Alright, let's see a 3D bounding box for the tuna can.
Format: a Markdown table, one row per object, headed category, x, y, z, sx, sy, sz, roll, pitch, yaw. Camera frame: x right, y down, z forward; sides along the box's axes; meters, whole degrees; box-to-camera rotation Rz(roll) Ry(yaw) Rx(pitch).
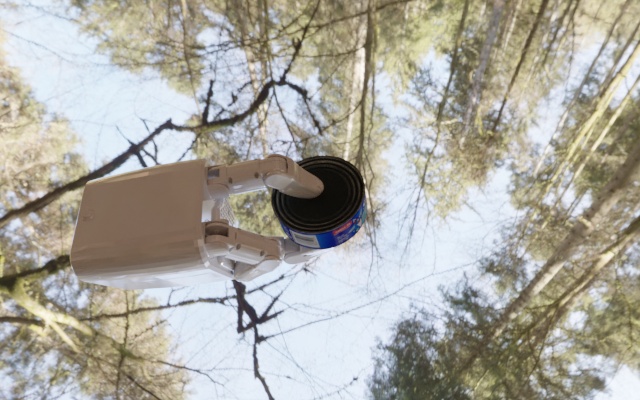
| category | x | y | z | sx | sy | sz | roll | pitch | yaw |
| --- | --- | --- | --- | --- | --- | --- | --- | --- | --- |
| tuna can | 0.000 | 0.002 | 0.440 | 0.086 | 0.086 | 0.034 | 0 | -35 | 13 |
